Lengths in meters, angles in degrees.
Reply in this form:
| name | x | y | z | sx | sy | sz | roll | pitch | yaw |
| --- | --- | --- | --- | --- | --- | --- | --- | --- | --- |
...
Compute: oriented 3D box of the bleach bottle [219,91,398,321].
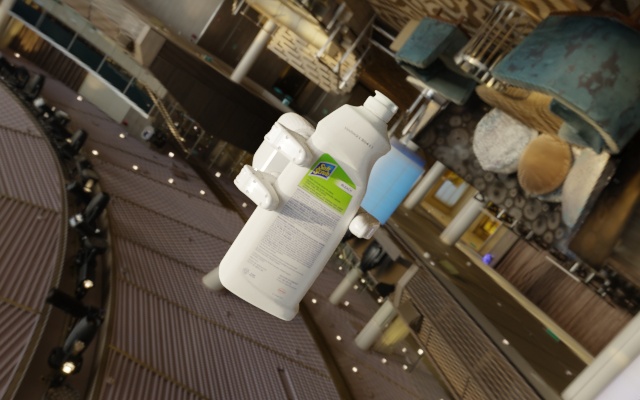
| name | x | y | z | sx | sy | sz | roll | pitch | yaw |
| --- | --- | --- | --- | --- | --- | --- | --- | --- | --- |
| bleach bottle | 0.000 | 0.002 | 0.504 | 0.102 | 0.251 | 0.068 | 33 | 11 | -19 |
